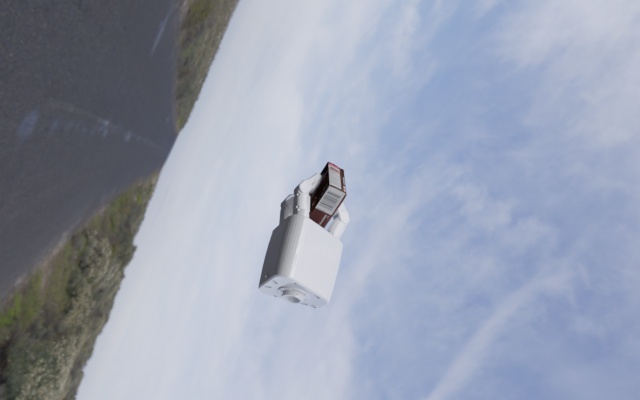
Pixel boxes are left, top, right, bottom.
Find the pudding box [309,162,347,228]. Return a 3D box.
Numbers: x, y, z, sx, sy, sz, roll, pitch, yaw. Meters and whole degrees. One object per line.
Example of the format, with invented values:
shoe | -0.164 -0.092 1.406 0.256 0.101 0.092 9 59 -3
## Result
pudding box | 0.000 0.003 0.814 0.039 0.113 0.090 27 26 -17
